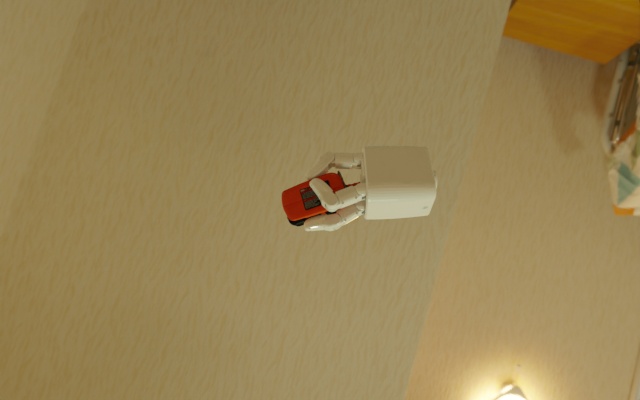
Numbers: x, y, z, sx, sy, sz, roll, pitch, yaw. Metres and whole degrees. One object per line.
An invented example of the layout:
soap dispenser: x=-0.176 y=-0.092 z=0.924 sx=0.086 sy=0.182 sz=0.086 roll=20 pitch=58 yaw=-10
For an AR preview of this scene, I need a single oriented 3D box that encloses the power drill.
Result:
power drill: x=0.000 y=0.003 z=0.843 sx=0.184 sy=0.057 sz=0.187 roll=-22 pitch=-8 yaw=15
